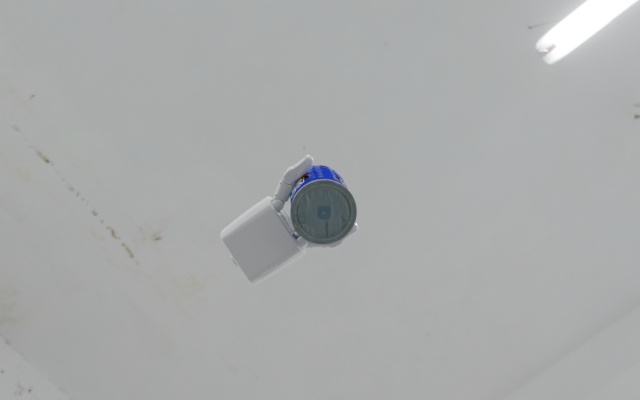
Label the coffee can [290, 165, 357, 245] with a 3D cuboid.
[{"bbox_3d":[0.000,0.002,0.795,0.103,0.103,0.140,0,14,-4],"label":"coffee can"}]
